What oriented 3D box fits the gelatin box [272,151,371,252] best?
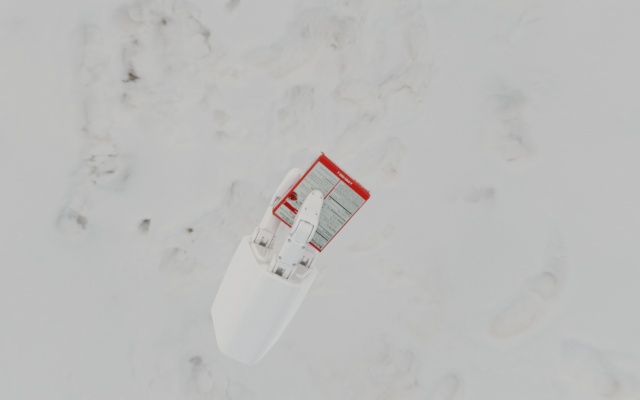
[{"bbox_3d":[0.000,0.002,0.538,0.073,0.089,0.030,40,10,-9],"label":"gelatin box"}]
